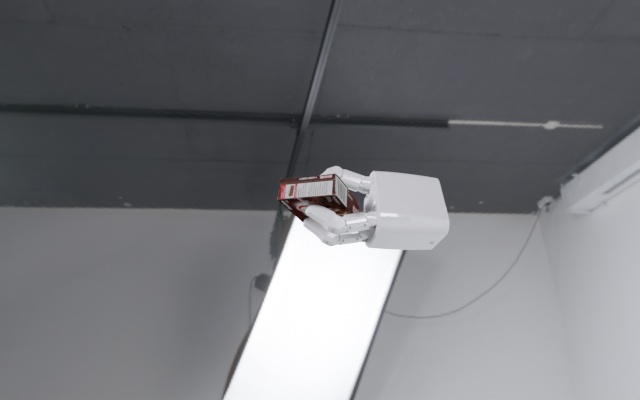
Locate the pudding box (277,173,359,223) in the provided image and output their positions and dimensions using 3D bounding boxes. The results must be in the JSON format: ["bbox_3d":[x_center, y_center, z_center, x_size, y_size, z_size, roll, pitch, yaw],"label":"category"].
[{"bbox_3d":[0.000,0.002,0.713,0.090,0.039,0.113,-5,-27,21],"label":"pudding box"}]
